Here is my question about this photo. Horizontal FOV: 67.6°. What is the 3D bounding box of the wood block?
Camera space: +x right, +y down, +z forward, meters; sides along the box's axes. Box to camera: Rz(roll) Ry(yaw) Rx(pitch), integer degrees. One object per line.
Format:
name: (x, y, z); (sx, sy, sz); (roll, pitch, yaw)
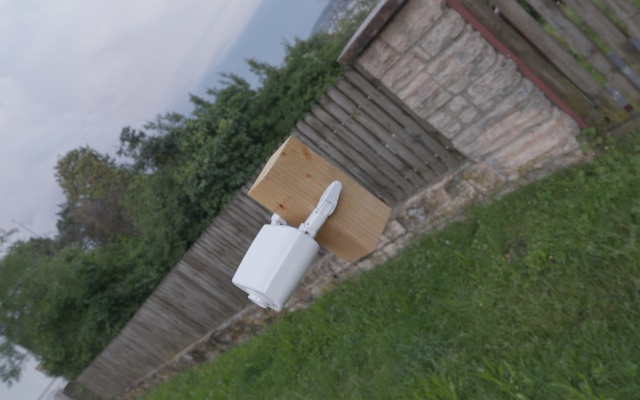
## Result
wood block: (0.000, 0.003, 0.779); (0.206, 0.090, 0.091); (35, -31, -12)
